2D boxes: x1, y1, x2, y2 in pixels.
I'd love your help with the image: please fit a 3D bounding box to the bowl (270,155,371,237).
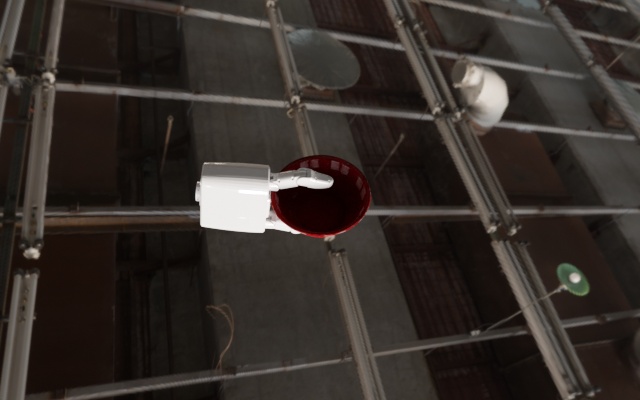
[{"bbox_3d":[0.001,0.003,0.787,0.162,0.162,0.055,0,-35,0],"label":"bowl"}]
